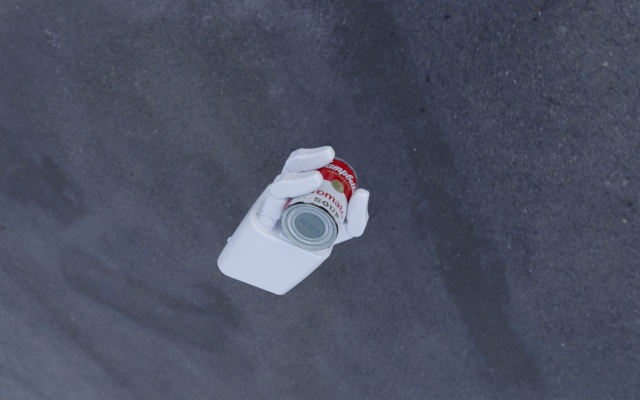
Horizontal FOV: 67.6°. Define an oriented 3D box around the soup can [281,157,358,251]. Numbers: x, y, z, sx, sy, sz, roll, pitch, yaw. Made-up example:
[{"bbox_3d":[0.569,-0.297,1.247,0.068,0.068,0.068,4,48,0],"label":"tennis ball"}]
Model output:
[{"bbox_3d":[0.000,0.002,0.561,0.068,0.068,0.102,0,34,19],"label":"soup can"}]
